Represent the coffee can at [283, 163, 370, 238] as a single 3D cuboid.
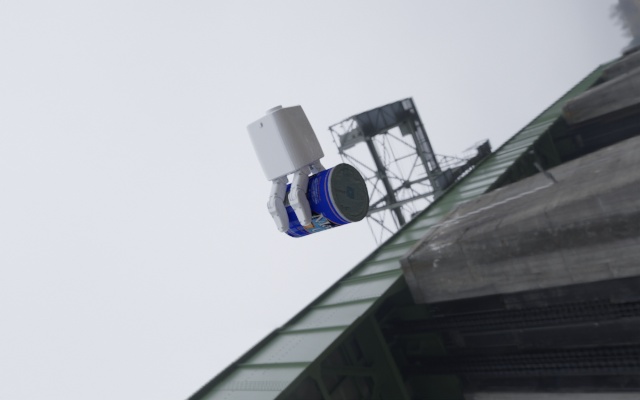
[{"bbox_3d":[0.000,0.003,0.840,0.140,0.103,0.103,-18,-12,39],"label":"coffee can"}]
